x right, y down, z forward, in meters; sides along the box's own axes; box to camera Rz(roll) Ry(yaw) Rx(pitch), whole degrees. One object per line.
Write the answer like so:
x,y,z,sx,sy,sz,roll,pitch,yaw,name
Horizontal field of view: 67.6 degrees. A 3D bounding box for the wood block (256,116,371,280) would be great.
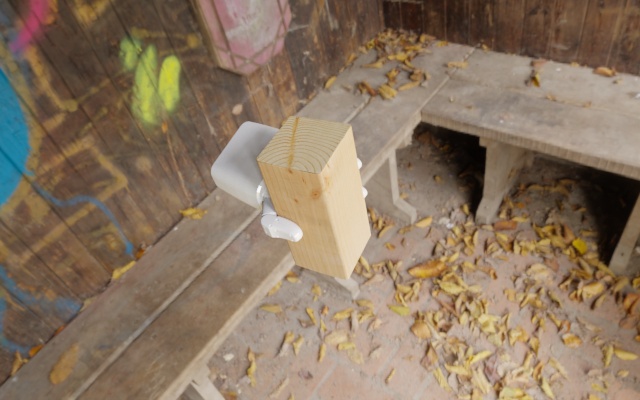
0.000,0.002,0.636,0.090,0.090,0.206,13,-38,26,wood block
